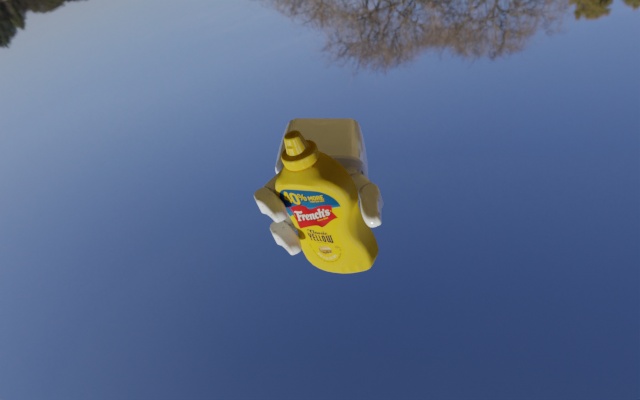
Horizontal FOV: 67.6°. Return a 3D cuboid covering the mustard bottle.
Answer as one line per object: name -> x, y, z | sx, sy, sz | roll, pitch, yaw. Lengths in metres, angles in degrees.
mustard bottle -> 0.000, 0.002, 0.556 | 0.096, 0.192, 0.058 | 5, 44, 32
